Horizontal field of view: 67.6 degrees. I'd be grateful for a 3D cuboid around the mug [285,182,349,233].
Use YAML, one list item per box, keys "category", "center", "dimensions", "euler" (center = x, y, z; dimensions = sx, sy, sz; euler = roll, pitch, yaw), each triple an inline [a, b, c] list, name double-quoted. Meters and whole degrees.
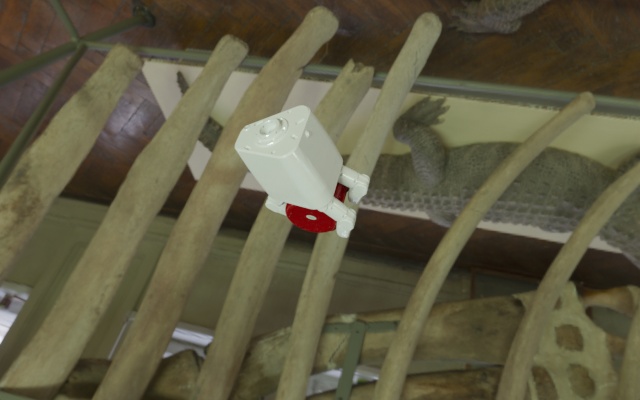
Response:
- category: "mug"
  center: [0.001, 0.003, 0.732]
  dimensions: [0.093, 0.081, 0.117]
  euler: [-3, -38, 29]
